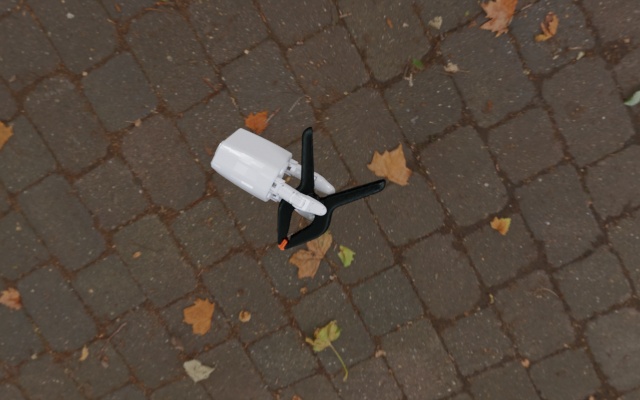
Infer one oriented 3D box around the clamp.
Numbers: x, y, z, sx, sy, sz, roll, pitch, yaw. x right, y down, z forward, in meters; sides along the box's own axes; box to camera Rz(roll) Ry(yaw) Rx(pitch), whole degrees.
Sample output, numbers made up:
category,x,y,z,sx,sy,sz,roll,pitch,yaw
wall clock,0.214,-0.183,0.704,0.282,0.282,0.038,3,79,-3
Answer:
category,x,y,z,sx,sy,sz,roll,pitch,yaw
clamp,0.000,0.003,0.817,0.164,0.210,0.036,29,12,-2
